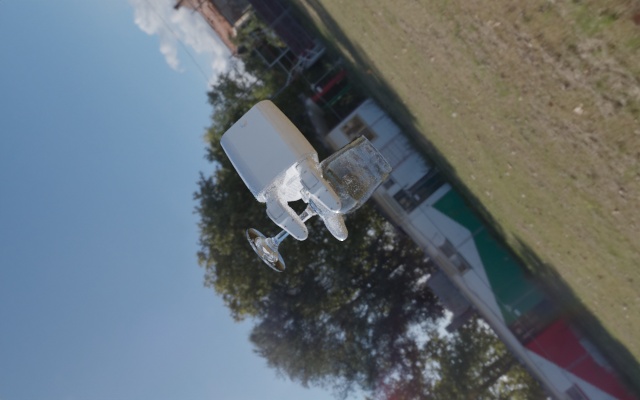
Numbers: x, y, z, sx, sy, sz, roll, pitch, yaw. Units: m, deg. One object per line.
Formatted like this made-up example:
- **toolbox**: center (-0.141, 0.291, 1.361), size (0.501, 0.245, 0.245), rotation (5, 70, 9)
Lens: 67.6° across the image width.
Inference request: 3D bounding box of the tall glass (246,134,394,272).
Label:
- **tall glass**: center (0.000, 0.003, 0.630), size (0.201, 0.079, 0.079), rotation (-41, -7, 8)
